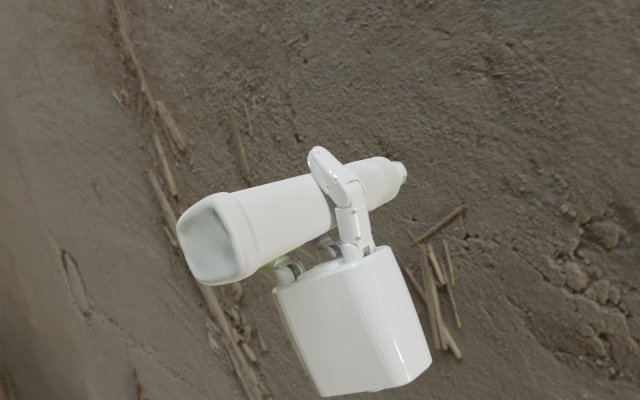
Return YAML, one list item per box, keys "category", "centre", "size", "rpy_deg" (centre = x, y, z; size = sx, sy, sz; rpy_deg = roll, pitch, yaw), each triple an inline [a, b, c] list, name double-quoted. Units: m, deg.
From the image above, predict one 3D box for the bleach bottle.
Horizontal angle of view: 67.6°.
- category: "bleach bottle"
  centre: [0.000, 0.001, 0.449]
  size: [0.251, 0.068, 0.102]
  rpy_deg: [-21, -1, -39]
